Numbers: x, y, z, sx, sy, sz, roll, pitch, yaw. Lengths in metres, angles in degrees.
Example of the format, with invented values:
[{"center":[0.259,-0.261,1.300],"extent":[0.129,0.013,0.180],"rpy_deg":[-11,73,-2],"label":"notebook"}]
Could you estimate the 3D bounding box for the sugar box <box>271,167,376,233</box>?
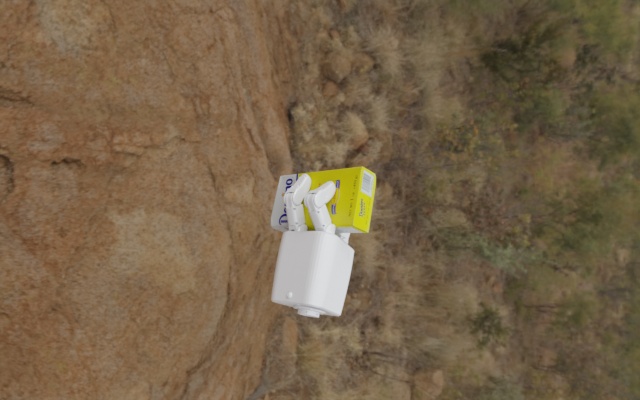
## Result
[{"center":[0.000,0.002,0.748],"extent":[0.176,0.093,0.048],"rpy_deg":[-3,-21,39],"label":"sugar box"}]
